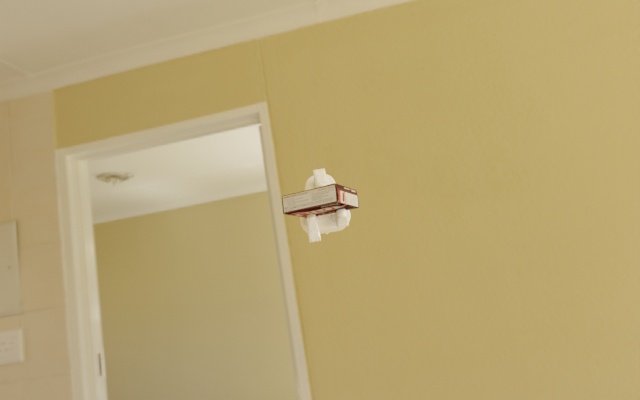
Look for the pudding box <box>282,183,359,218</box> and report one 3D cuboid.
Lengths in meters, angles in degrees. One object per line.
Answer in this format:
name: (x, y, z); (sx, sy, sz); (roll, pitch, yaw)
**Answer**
pudding box: (0.000, 0.003, 0.860); (0.113, 0.039, 0.090); (-15, -12, 26)
